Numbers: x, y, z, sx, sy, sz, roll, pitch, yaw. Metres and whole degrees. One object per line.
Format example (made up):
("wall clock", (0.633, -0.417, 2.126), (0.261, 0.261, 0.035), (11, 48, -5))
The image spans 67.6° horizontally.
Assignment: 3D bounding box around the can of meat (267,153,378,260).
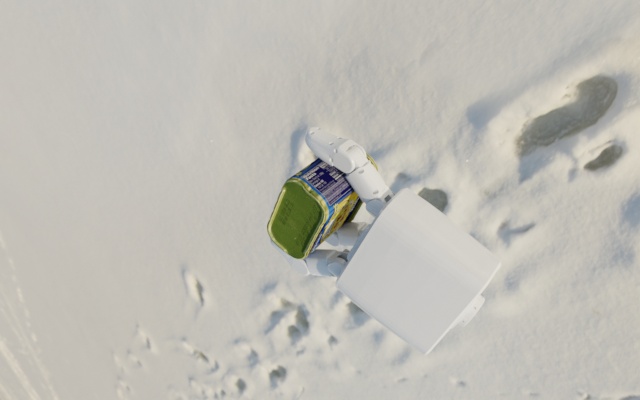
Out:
("can of meat", (0.000, 0.002, 0.471), (0.084, 0.057, 0.102), (-39, -17, -40))
